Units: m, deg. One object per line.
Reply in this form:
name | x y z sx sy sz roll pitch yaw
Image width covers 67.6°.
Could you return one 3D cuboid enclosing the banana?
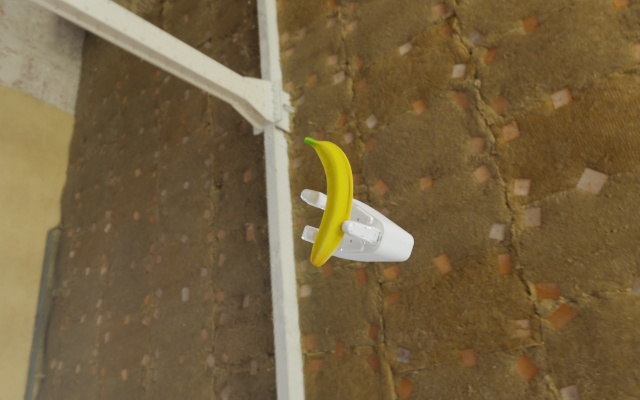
banana | 0.015 -0.005 0.693 0.069 0.197 0.037 -13 -20 31
